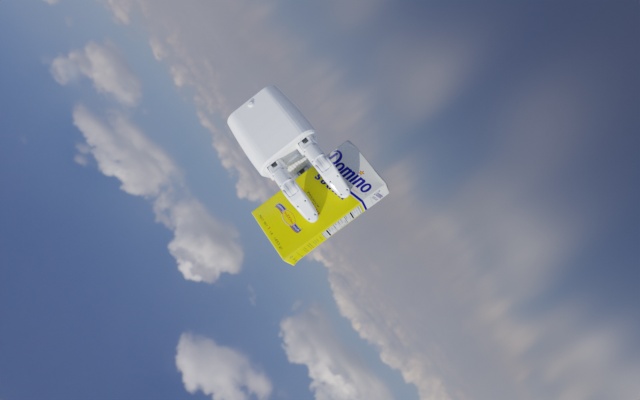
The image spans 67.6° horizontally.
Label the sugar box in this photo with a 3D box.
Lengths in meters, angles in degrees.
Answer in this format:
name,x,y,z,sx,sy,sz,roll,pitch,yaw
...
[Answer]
name,x,y,z,sx,sy,sz,roll,pitch,yaw
sugar box,0.000,0.002,0.678,0.176,0.093,0.048,-39,-23,2
